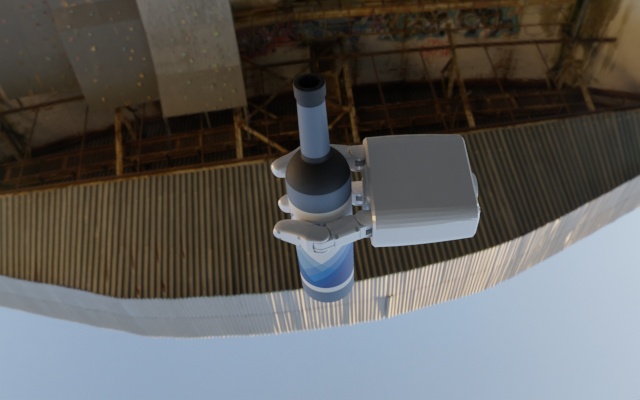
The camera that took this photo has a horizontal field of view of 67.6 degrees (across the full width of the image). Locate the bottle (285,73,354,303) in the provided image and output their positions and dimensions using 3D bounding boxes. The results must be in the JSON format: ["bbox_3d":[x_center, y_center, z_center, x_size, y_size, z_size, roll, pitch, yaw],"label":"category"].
[{"bbox_3d":[0.000,0.002,0.506,0.069,0.069,0.296,0,-43,5],"label":"bottle"}]
